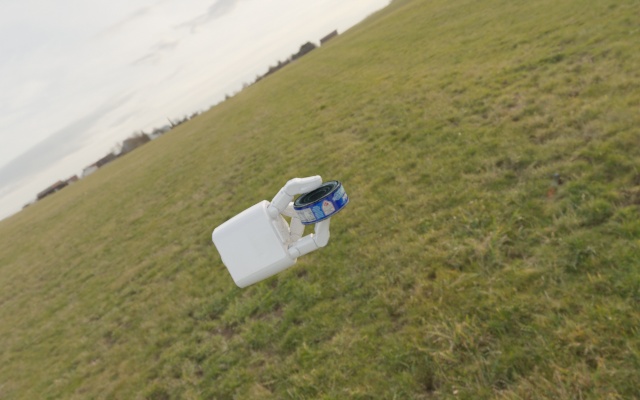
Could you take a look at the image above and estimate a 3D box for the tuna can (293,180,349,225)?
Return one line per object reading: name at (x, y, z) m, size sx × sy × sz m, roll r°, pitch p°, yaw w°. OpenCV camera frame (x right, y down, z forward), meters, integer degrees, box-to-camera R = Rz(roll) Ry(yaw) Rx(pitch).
tuna can at (0.000, 0.002, 0.756) m, size 0.086 × 0.034 × 0.086 m, roll -25°, pitch 16°, yaw 8°
